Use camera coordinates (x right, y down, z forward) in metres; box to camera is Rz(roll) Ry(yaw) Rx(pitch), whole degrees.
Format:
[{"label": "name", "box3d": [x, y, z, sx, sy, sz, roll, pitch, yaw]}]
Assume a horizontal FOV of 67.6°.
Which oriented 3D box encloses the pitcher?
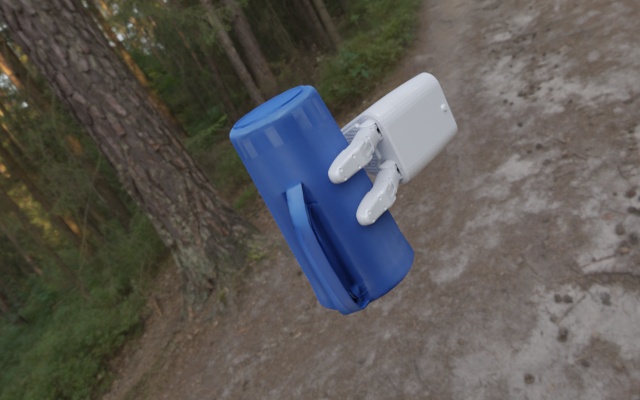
[{"label": "pitcher", "box3d": [0.000, 0.002, 0.546, 0.145, 0.243, 0.149, -39, 22, -22]}]
